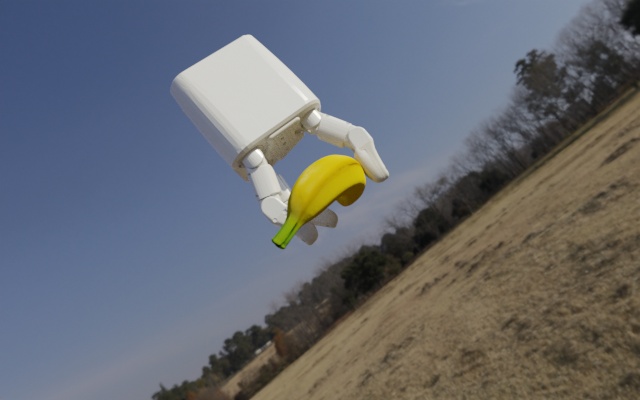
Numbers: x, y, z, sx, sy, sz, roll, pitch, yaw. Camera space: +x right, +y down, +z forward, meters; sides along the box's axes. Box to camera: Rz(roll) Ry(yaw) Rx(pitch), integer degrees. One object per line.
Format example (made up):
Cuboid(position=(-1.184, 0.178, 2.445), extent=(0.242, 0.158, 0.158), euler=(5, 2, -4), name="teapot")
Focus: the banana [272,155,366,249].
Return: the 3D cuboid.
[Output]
Cuboid(position=(0.010, -0.012, 0.438), extent=(0.037, 0.070, 0.198), euler=(43, 20, 9), name="banana")
